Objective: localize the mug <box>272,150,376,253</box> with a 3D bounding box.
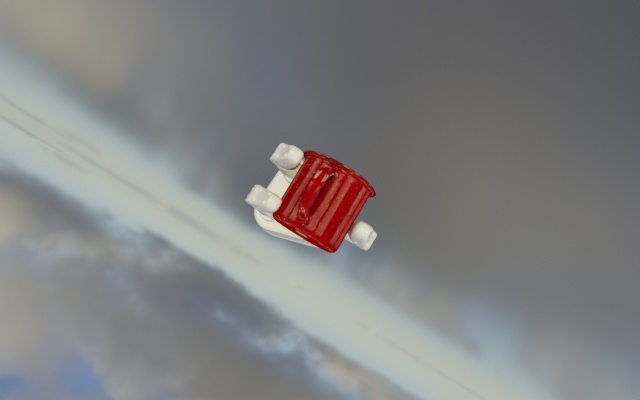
[{"bbox_3d":[0.000,0.002,0.510,0.093,0.081,0.117,30,-9,10],"label":"mug"}]
